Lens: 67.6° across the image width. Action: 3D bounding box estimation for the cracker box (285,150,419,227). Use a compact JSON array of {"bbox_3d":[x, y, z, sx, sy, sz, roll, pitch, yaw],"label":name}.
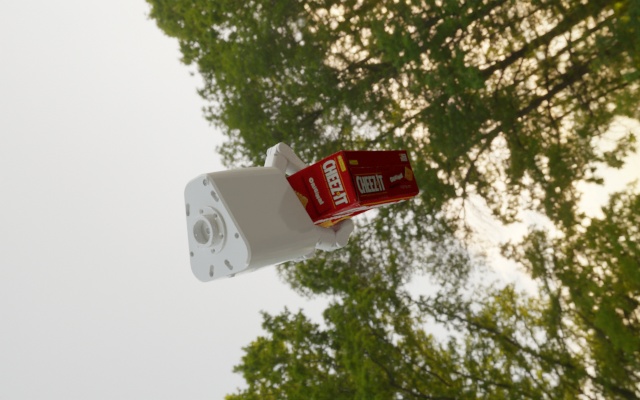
[{"bbox_3d":[0.000,0.002,0.640,0.214,0.072,0.164,-22,-7,35],"label":"cracker box"}]
